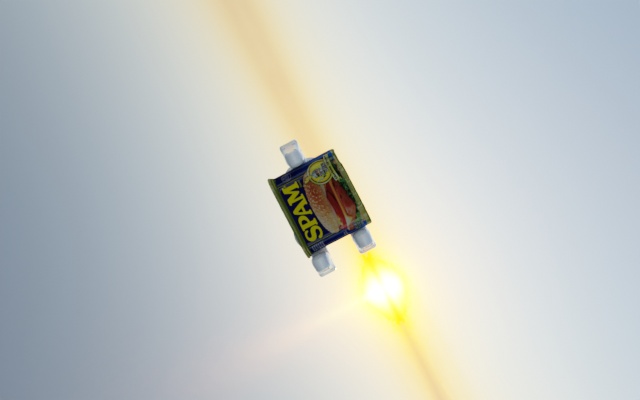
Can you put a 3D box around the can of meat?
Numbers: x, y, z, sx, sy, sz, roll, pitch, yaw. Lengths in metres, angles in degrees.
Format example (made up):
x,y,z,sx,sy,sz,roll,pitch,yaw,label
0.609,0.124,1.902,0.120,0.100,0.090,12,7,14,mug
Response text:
x,y,z,sx,sy,sz,roll,pitch,yaw,label
0.000,0.002,0.550,0.084,0.102,0.057,-27,0,1,can of meat
